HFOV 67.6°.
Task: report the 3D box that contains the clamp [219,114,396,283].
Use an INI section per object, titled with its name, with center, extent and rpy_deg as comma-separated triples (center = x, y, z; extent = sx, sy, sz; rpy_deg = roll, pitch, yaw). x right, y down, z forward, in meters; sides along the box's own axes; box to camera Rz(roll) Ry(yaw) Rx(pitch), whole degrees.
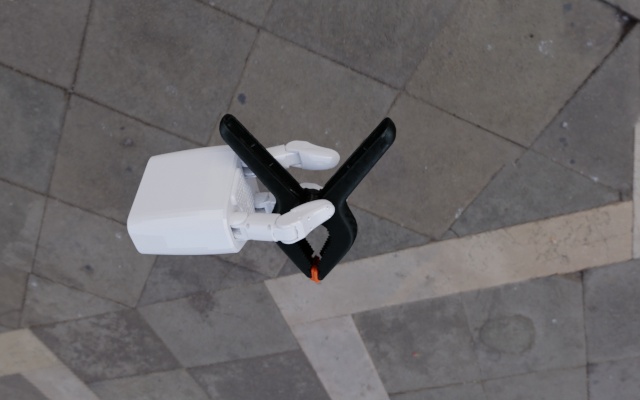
[clamp]
center = 0.000, 0.003, 0.489
extent = 0.164, 0.210, 0.036
rpy_deg = -2, 37, 13
